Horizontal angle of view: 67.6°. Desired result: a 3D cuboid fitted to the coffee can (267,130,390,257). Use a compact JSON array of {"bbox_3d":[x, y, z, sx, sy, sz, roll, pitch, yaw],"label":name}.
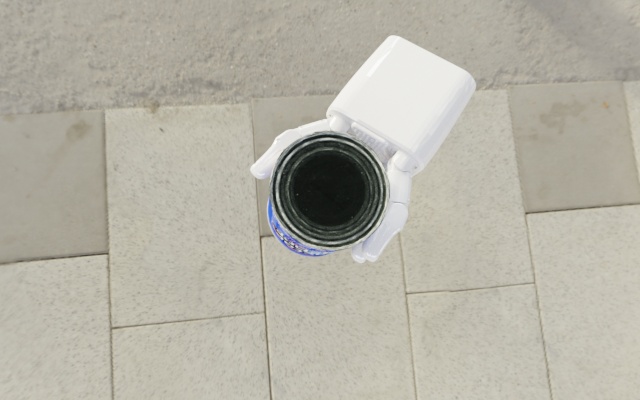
[{"bbox_3d":[0.000,0.002,0.465,0.103,0.103,0.140,0,-9,-7],"label":"coffee can"}]
